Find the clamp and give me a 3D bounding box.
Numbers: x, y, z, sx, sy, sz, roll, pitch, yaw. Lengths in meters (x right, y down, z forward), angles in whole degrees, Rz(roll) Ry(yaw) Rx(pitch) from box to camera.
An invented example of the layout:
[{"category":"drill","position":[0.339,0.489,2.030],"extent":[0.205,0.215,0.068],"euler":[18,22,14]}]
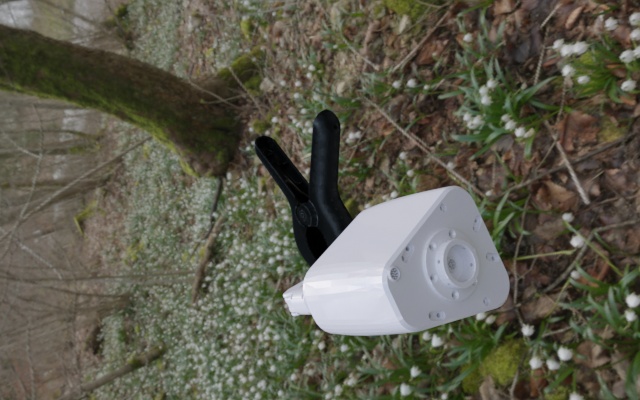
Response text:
[{"category":"clamp","position":[0.000,0.002,0.443],"extent":[0.039,0.171,0.120],"euler":[-25,1,-31]}]
